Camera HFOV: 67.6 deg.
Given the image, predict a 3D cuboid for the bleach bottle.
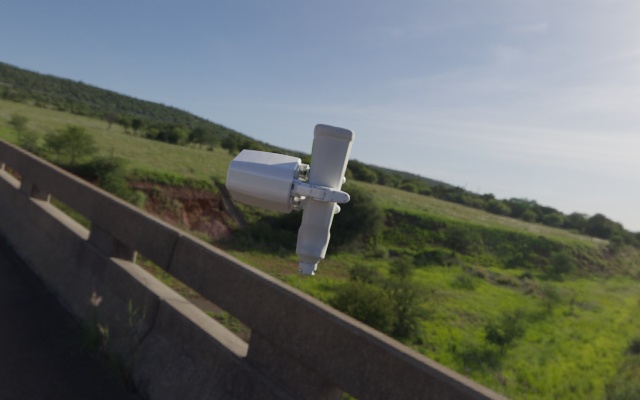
[{"bbox_3d":[0.000,0.003,0.809,0.068,0.251,0.102,11,3,1],"label":"bleach bottle"}]
